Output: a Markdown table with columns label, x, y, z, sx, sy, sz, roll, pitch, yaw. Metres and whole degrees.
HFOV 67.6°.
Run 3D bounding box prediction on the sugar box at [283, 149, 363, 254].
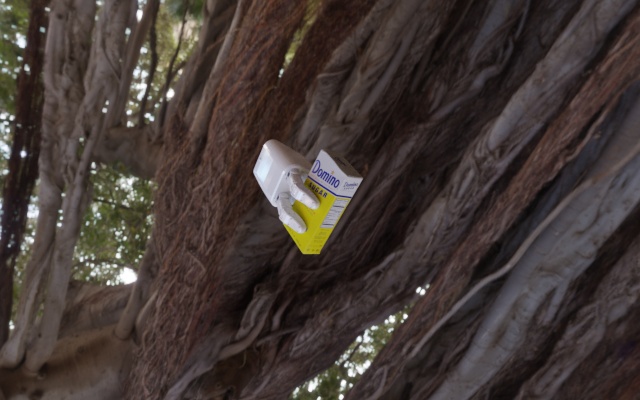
| label | x | y | z | sx | sy | sz | roll | pitch | yaw |
| --- | --- | --- | --- | --- | --- | --- | --- | --- | --- |
| sugar box | 0.000 | 0.003 | 0.871 | 0.048 | 0.176 | 0.093 | 4 | 34 | -38 |
